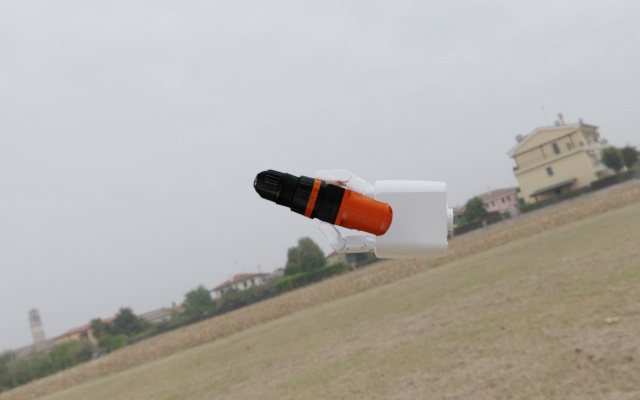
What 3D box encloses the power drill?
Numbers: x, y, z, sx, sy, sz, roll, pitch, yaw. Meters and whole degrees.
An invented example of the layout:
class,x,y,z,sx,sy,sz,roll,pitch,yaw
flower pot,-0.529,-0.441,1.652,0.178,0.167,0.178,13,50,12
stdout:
class,x,y,z,sx,sy,sz,roll,pitch,yaw
power drill,0.000,0.002,0.683,0.184,0.057,0.187,19,1,-2
